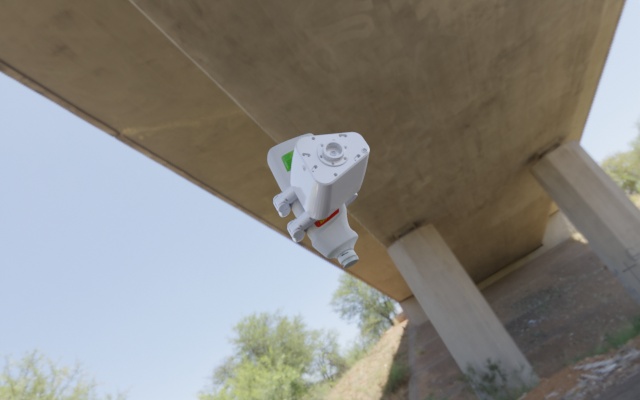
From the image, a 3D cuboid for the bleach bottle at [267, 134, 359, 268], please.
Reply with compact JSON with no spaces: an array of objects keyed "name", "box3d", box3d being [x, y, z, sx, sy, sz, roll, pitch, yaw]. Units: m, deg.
[{"name":"bleach bottle","box3d":[0.000,0.003,0.844,0.102,0.250,0.068,-23,-24,-17]}]
